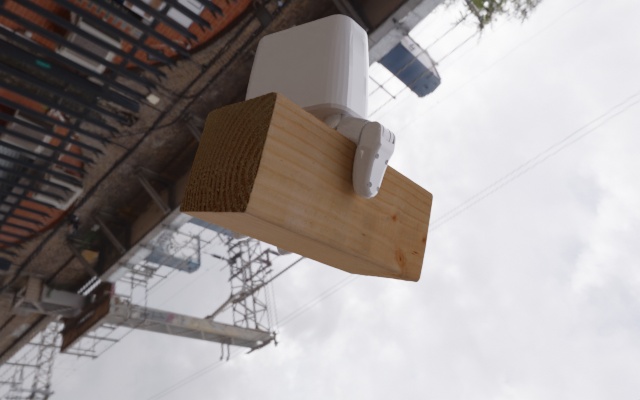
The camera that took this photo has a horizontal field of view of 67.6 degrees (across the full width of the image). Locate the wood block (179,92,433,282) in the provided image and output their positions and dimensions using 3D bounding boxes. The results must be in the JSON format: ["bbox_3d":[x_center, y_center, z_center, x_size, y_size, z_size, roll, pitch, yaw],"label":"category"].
[{"bbox_3d":[0.000,0.001,0.414,0.091,0.090,0.206,-2,-21,46],"label":"wood block"}]
